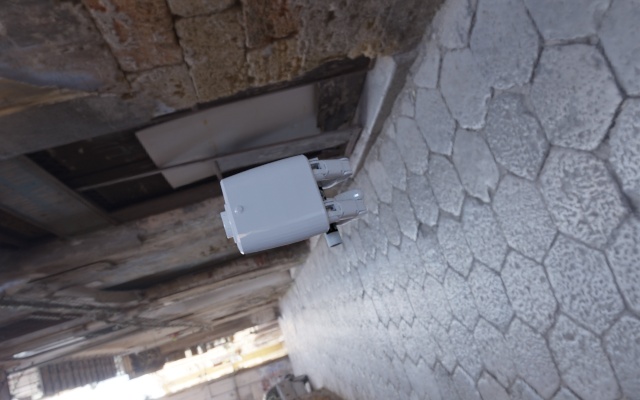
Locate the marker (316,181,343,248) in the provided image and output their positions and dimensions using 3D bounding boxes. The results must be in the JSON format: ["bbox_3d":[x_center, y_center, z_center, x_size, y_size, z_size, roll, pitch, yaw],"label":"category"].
[{"bbox_3d":[0.000,0.002,0.624,0.020,0.121,0.020,-18,-15,-5],"label":"marker"}]
